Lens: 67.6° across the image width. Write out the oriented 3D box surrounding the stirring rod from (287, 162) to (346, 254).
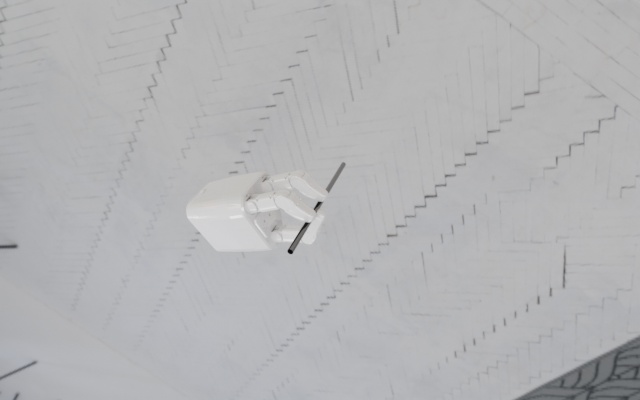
[{"bbox_3d":[0.000,0.002,0.696,0.011,0.011,0.239,0,31,22],"label":"stirring rod"}]
